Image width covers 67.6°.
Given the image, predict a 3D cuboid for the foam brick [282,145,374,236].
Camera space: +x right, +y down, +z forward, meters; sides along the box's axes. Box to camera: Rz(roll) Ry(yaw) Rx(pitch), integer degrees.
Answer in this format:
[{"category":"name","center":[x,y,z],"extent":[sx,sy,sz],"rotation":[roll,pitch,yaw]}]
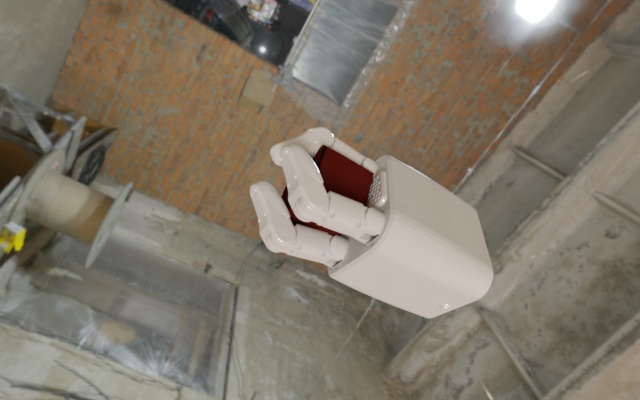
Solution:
[{"category":"foam brick","center":[0.000,0.001,0.413],"extent":[0.051,0.053,0.078],"rotation":[28,-37,-15]}]
